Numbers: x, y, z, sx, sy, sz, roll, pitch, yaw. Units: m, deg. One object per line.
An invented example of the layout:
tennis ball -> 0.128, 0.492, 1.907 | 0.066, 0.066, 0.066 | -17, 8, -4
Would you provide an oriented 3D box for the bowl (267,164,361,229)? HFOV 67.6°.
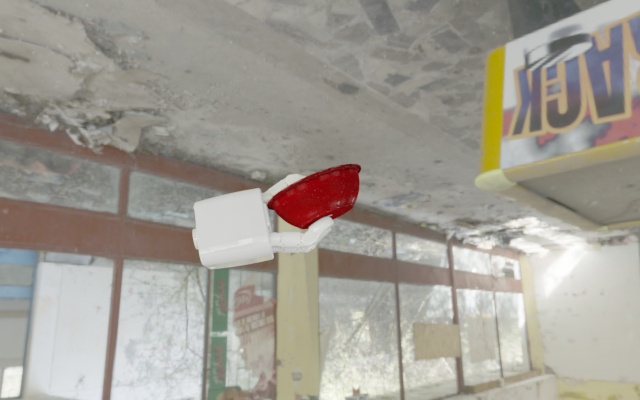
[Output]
bowl -> 0.002, 0.002, 0.753 | 0.162, 0.055, 0.162 | -23, -12, -5
